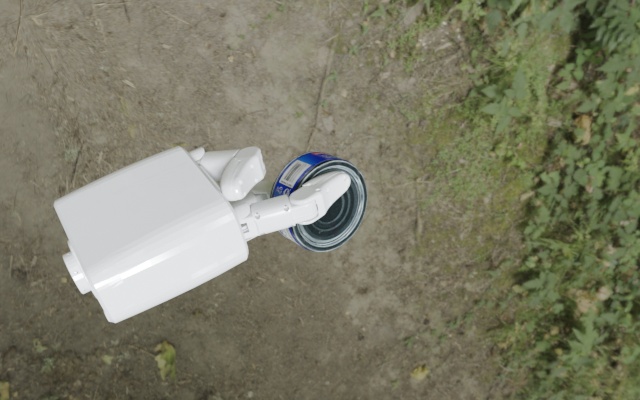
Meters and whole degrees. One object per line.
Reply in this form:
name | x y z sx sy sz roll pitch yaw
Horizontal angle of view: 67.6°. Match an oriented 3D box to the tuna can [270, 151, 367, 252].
tuna can | 0.000 0.002 0.422 0.086 0.086 0.033 0 16 -37
